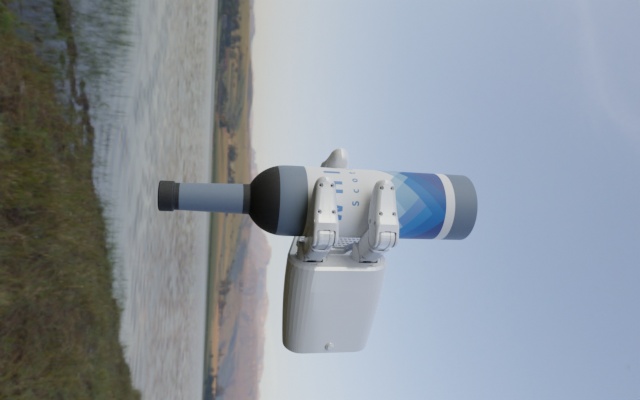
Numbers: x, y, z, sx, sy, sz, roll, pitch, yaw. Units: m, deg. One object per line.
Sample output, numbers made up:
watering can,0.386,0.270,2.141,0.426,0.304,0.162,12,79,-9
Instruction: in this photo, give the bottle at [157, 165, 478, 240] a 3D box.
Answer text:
bottle,0.000,0.001,0.456,0.296,0.069,0.069,2,-1,-13
